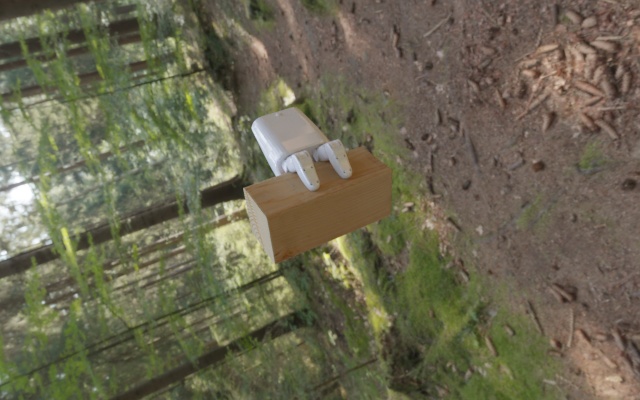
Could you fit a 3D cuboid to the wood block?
[{"bbox_3d":[0.000,0.002,0.731,0.206,0.091,0.090,-21,40,-21],"label":"wood block"}]
